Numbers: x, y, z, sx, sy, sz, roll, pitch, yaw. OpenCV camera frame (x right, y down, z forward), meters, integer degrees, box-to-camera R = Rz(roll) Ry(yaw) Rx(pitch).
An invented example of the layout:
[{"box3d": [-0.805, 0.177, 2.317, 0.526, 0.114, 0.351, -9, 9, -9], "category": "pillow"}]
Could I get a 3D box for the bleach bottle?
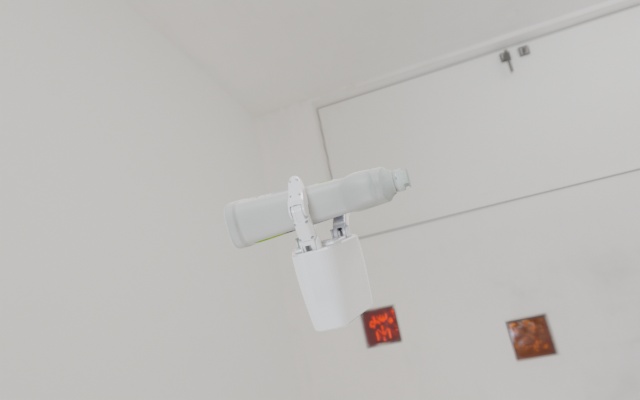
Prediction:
[{"box3d": [0.000, 0.002, 0.667, 0.251, 0.068, 0.102, -15, 2, 14], "category": "bleach bottle"}]
